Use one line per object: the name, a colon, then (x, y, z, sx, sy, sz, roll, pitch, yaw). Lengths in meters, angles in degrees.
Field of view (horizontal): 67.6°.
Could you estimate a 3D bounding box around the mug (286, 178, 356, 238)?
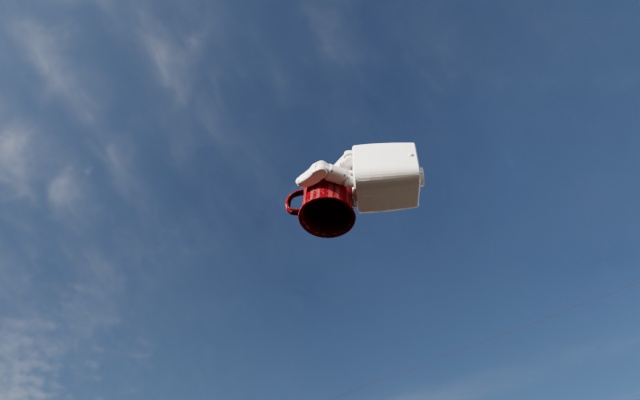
mug: (-0.001, 0.003, 0.798, 0.117, 0.093, 0.081, -3, 42, 6)
